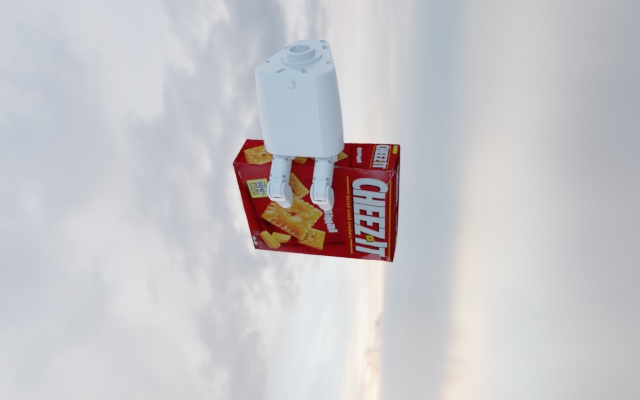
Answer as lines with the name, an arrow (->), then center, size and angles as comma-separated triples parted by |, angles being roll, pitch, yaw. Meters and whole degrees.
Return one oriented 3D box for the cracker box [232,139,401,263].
cracker box -> 0.000, 0.002, 0.667 | 0.213, 0.164, 0.072 | 4, 40, 12
